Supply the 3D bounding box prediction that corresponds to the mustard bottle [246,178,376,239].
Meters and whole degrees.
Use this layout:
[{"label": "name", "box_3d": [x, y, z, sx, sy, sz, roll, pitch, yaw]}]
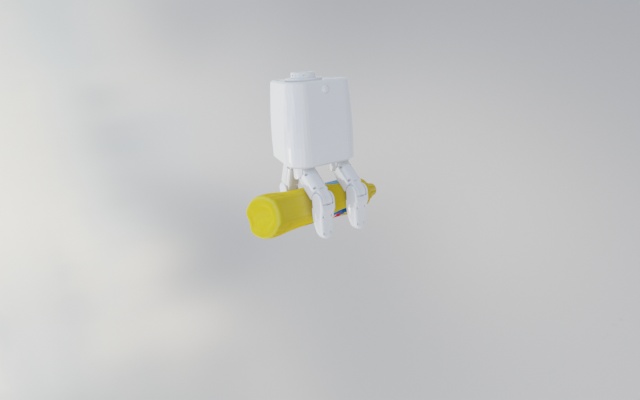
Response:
[{"label": "mustard bottle", "box_3d": [0.000, 0.003, 0.665, 0.191, 0.058, 0.096, -15, -4, -32]}]
